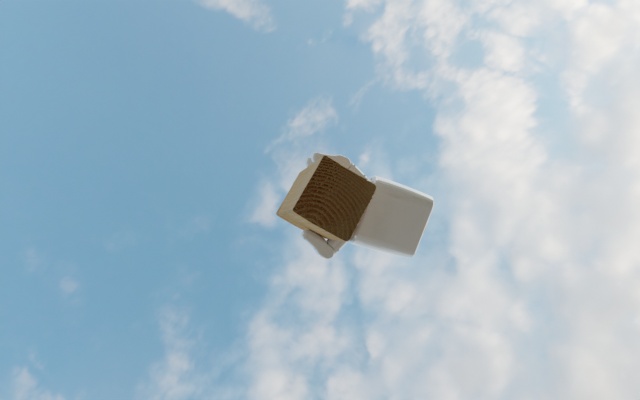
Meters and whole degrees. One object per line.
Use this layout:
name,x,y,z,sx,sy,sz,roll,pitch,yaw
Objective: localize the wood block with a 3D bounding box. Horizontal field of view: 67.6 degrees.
wood block,0.000,0.003,0.744,0.090,0.091,0.206,30,-9,-8
